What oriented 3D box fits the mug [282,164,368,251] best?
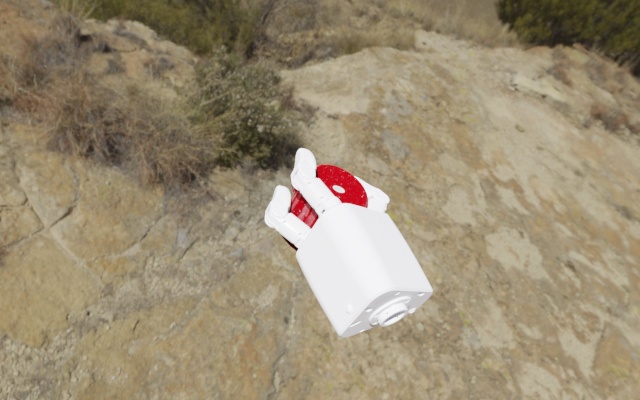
[{"bbox_3d":[0.000,0.001,0.586,0.093,0.117,0.081,-3,-40,-37],"label":"mug"}]
